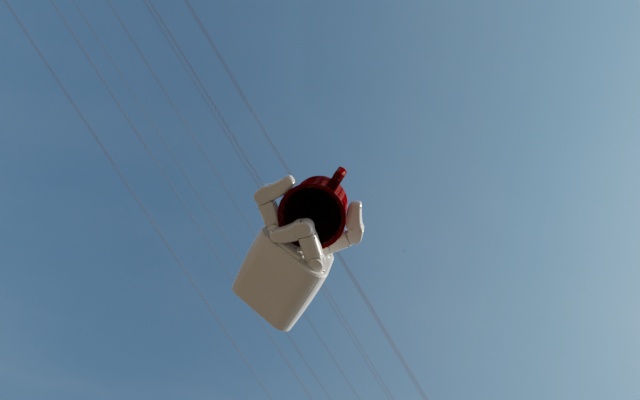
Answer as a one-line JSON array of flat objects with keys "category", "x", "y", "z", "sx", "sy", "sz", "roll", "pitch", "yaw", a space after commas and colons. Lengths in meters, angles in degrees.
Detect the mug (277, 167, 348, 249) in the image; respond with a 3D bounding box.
[{"category": "mug", "x": 0.001, "y": 0.001, "z": 0.666, "sx": 0.093, "sy": 0.117, "sz": 0.081, "roll": 31, "pitch": 18, "yaw": 0}]
